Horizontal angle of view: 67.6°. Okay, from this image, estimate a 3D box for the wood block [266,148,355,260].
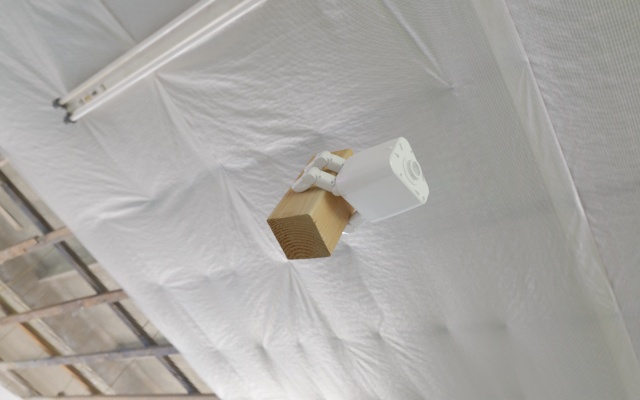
[{"bbox_3d":[0.001,0.003,0.850,0.090,0.091,0.206,-9,31,31],"label":"wood block"}]
